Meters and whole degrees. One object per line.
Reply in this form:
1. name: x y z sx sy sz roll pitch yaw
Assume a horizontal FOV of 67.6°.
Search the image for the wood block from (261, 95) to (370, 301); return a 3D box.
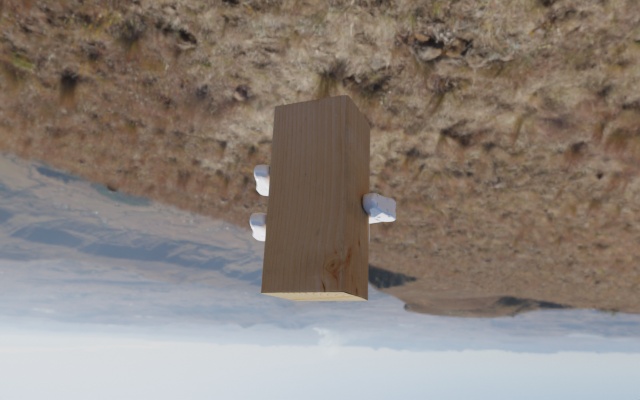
1. wood block: 0.001 0.002 0.525 0.091 0.206 0.090 -5 -18 21
